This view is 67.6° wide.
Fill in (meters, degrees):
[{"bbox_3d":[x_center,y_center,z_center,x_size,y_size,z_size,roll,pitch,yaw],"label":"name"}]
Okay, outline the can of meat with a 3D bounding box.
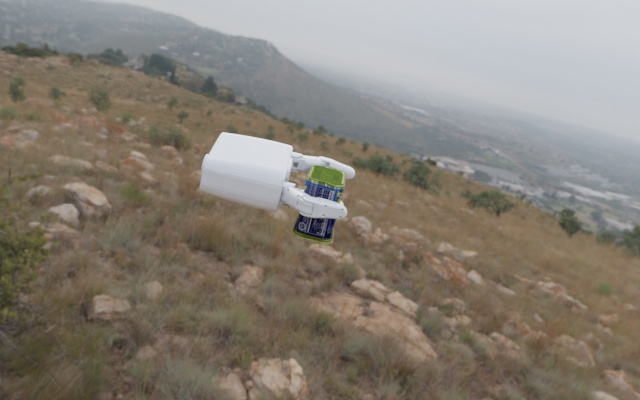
[{"bbox_3d":[0.000,0.002,0.665,0.057,0.084,0.102,14,17,0],"label":"can of meat"}]
